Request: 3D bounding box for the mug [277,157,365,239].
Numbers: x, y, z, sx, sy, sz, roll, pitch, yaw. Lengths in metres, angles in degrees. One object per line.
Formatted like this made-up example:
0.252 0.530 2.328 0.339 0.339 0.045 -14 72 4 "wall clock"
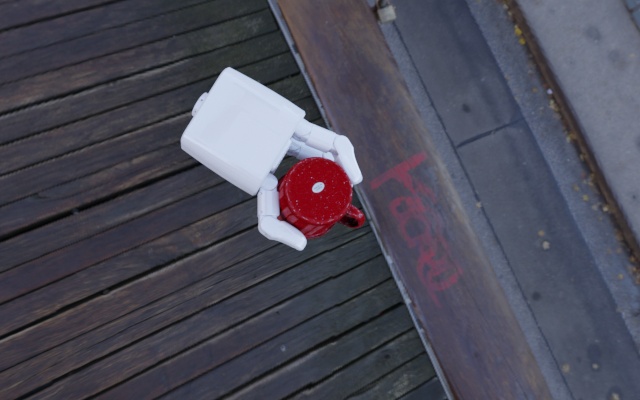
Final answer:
0.001 0.003 0.577 0.117 0.093 0.081 30 -17 -6 "mug"
